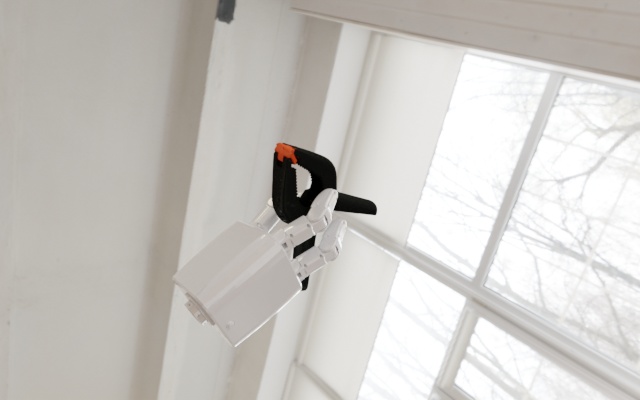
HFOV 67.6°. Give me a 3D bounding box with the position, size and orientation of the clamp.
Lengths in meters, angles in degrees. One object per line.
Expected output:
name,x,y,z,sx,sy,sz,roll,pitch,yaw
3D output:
clamp,-0.001,0.001,0.609,0.164,0.210,0.036,-41,46,-22
